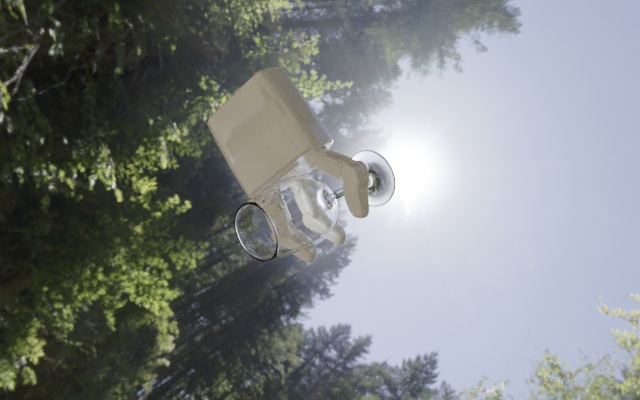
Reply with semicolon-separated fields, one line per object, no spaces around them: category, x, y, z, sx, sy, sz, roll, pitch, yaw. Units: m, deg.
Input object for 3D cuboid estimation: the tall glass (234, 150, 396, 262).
tall glass;0.001;0.002;0.533;0.079;0.079;0.201;0;18;42
